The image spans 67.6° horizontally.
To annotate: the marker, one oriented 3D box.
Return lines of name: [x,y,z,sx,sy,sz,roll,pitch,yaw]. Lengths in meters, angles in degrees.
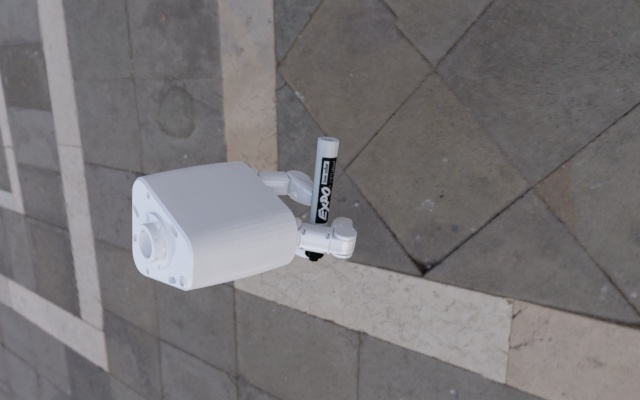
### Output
marker: [0.000,0.001,0.447,0.020,0.121,0.020,7,19,-2]
